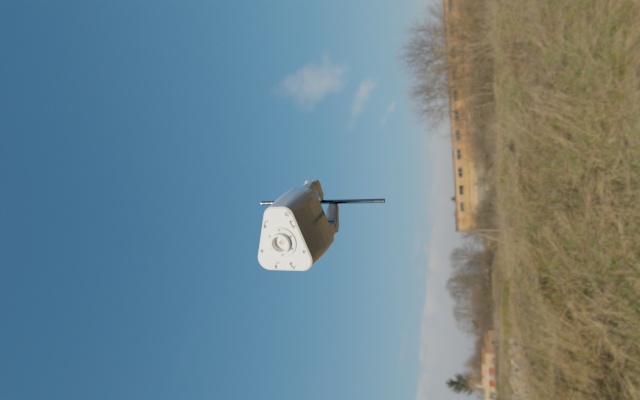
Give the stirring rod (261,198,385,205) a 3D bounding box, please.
[{"bbox_3d":[0.000,0.003,0.885,0.239,0.011,0.011,-1,-1,19],"label":"stirring rod"}]
